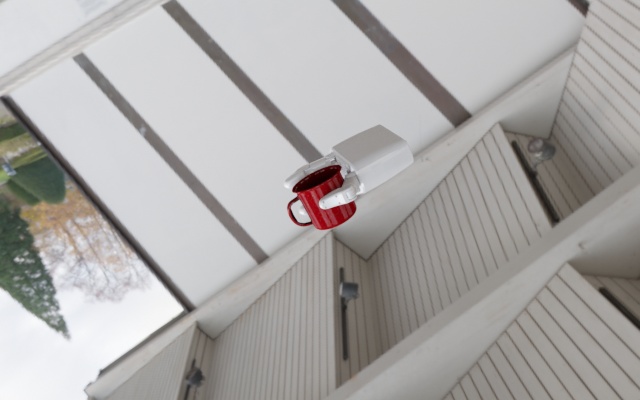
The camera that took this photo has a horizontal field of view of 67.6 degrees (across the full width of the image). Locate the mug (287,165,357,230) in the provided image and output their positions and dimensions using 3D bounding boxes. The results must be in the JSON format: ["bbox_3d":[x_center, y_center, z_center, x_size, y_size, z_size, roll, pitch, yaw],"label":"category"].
[{"bbox_3d":[-0.001,0.004,0.810,0.117,0.081,0.093,-30,18,-9],"label":"mug"}]
